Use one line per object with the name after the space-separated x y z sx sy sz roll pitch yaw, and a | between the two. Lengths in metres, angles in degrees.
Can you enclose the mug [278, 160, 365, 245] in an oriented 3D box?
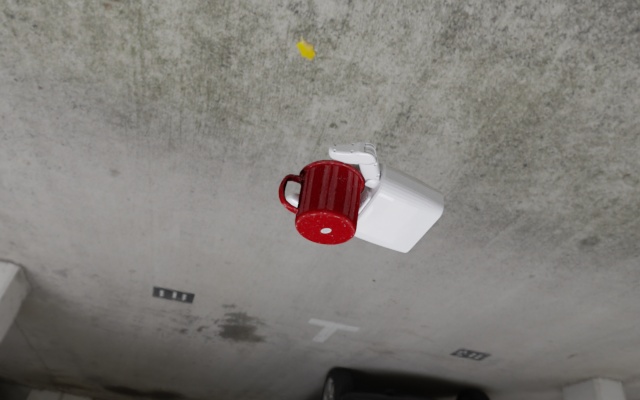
-0.001 0.002 0.634 0.117 0.081 0.093 20 -36 -16 | mug
